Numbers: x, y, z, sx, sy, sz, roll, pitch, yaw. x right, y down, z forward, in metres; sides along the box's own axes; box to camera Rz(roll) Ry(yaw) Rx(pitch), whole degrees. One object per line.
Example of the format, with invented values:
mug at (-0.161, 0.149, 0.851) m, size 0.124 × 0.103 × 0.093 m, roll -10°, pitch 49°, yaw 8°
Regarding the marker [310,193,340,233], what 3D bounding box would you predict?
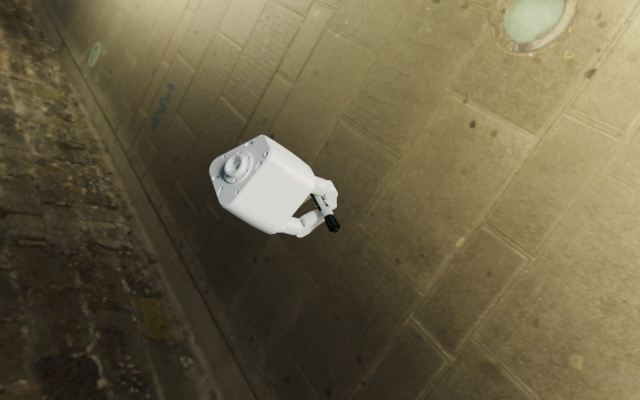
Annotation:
marker at (0.000, 0.002, 0.744) m, size 0.020 × 0.121 × 0.020 m, roll -18°, pitch -38°, yaw -14°
